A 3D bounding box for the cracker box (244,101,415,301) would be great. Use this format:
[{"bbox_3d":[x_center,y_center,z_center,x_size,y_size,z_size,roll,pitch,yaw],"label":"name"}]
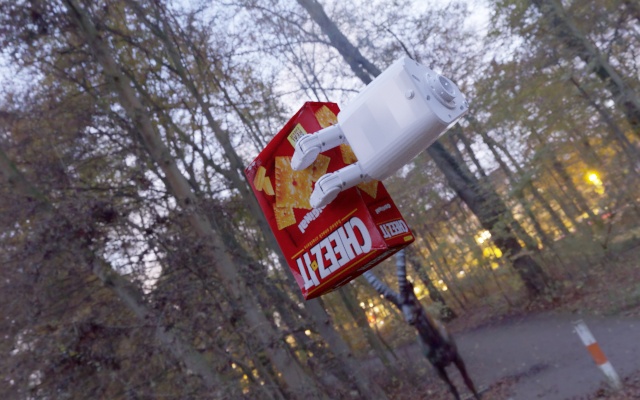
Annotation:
[{"bbox_3d":[0.000,0.002,0.637,0.072,0.213,0.164,-9,-24,-47],"label":"cracker box"}]
